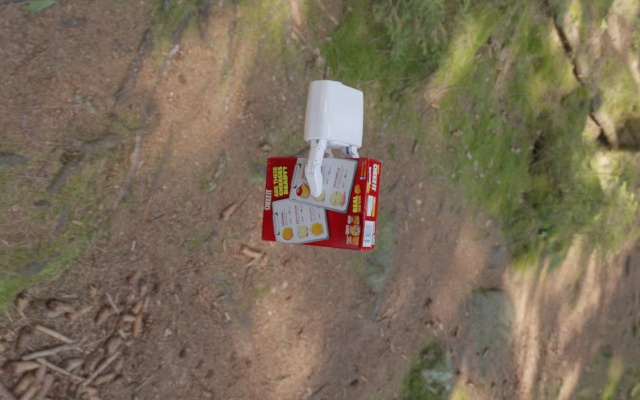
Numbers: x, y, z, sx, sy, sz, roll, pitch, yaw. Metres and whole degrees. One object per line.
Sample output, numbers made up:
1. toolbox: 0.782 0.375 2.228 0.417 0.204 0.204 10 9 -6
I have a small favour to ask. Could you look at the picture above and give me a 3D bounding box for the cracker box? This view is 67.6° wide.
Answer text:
1. cracker box: 0.000 0.003 0.892 0.213 0.164 0.072 3 -3 29
